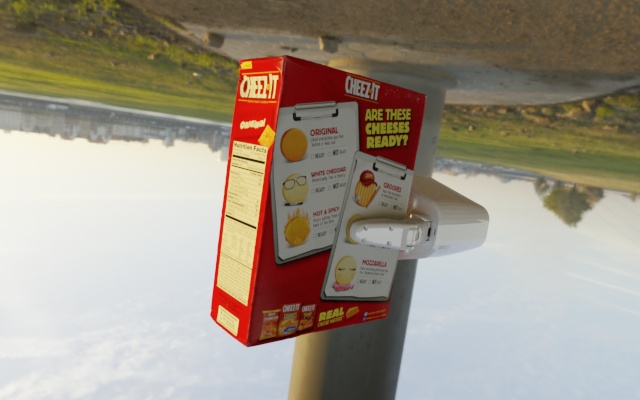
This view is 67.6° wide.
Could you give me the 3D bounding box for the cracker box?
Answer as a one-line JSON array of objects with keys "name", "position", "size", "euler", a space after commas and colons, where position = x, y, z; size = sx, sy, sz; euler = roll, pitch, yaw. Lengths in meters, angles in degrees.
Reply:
[{"name": "cracker box", "position": [0.000, 0.002, 0.412], "size": [0.164, 0.214, 0.072], "euler": [2, 9, -42]}]
